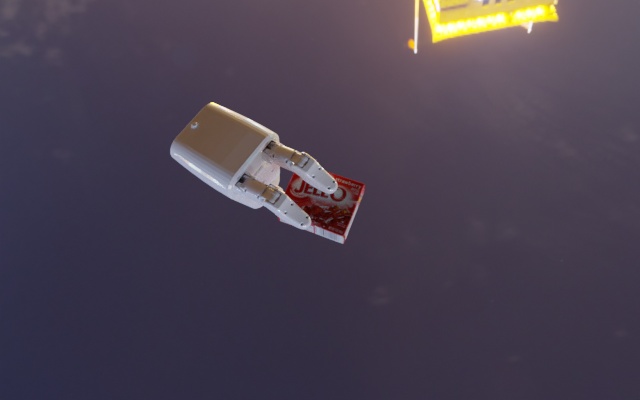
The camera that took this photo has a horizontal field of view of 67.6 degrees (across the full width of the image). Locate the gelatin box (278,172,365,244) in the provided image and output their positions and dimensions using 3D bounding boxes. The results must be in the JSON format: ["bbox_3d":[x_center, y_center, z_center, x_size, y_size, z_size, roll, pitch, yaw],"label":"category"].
[{"bbox_3d":[0.000,0.002,0.581,0.089,0.073,0.030,19,-22,11],"label":"gelatin box"}]
